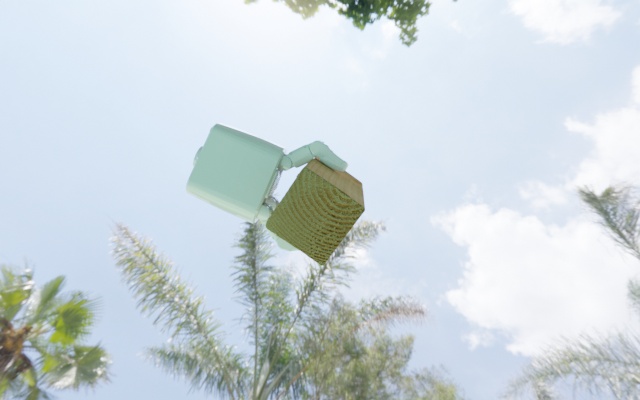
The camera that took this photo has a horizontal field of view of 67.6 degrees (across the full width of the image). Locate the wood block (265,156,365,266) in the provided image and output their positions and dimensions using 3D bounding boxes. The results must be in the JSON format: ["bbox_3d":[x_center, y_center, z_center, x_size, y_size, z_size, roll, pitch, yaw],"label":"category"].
[{"bbox_3d":[0.000,0.002,0.664,0.090,0.091,0.206,34,11,-3],"label":"wood block"}]
